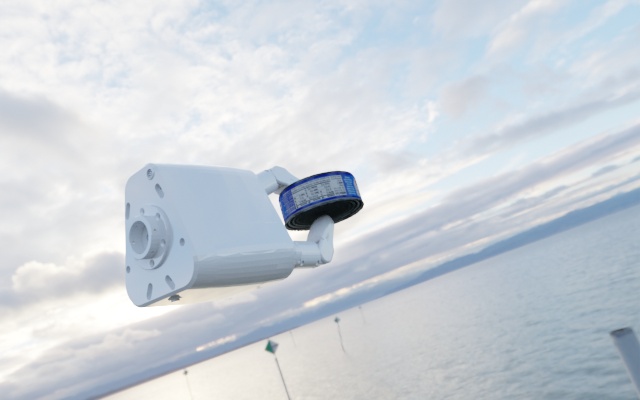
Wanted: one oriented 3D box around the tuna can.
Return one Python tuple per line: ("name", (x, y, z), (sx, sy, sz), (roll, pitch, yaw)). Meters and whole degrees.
("tuna can", (0.000, 0.001, 0.498), (0.086, 0.033, 0.086), (-15, -17, -5))
